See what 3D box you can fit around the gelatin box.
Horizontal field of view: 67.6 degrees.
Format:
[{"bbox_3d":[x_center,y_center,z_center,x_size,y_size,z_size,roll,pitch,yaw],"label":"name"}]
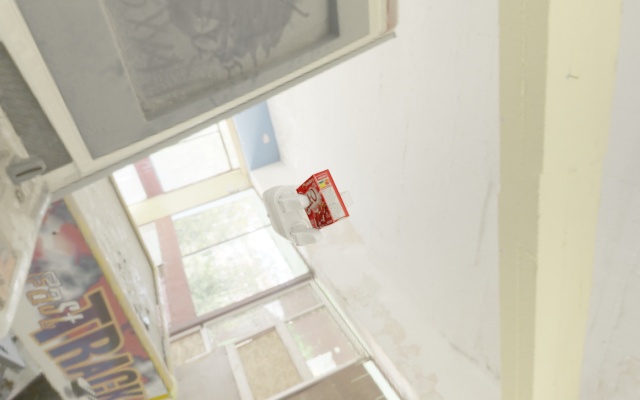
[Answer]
[{"bbox_3d":[0.001,0.002,0.687,0.030,0.073,0.089,-22,-4,-22],"label":"gelatin box"}]
